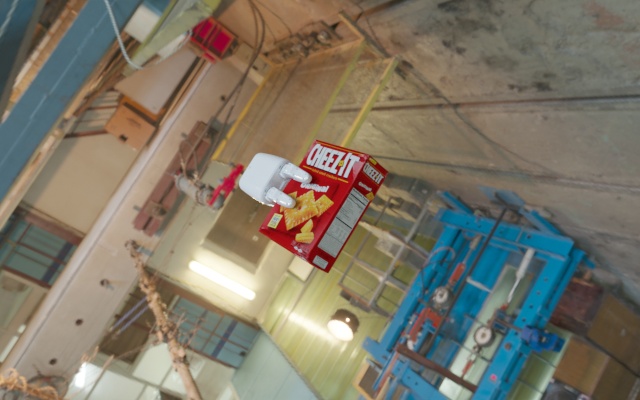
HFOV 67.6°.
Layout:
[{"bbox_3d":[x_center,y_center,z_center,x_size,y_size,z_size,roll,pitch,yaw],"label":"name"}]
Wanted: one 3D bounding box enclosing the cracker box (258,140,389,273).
[{"bbox_3d":[0.000,0.003,0.880,0.072,0.213,0.164,36,-8,-40],"label":"cracker box"}]
